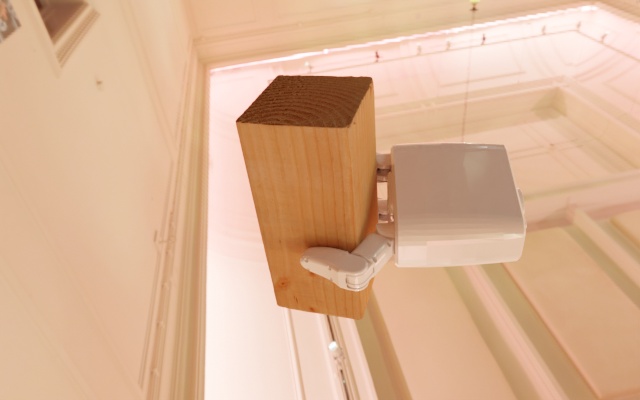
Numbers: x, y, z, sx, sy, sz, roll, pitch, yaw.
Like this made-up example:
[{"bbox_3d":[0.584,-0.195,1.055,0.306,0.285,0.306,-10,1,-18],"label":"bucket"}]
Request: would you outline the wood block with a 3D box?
[{"bbox_3d":[0.000,0.002,0.434,0.090,0.206,0.090,6,38,17],"label":"wood block"}]
